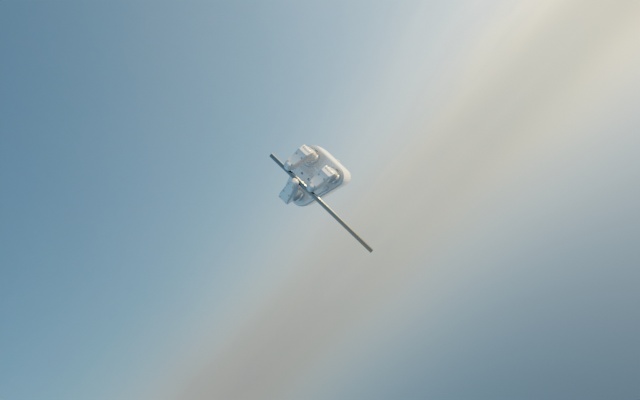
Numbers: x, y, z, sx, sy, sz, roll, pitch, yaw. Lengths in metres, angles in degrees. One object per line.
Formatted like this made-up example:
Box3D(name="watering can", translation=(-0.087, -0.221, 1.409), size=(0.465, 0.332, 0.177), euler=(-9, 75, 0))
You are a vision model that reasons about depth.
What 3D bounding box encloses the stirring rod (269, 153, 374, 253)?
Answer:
Box3D(name="stirring rod", translation=(0.000, 0.003, 0.812), size=(0.239, 0.011, 0.011), euler=(44, 8, 8))
